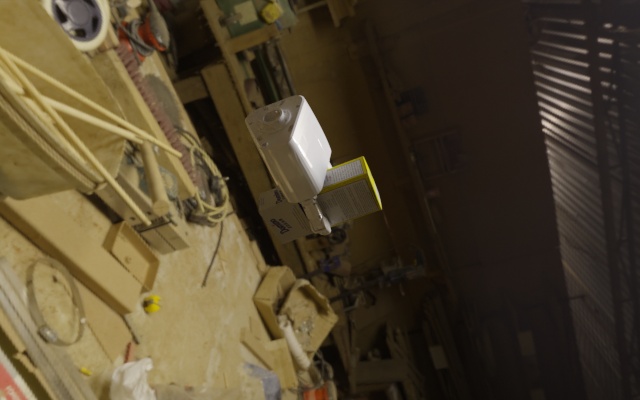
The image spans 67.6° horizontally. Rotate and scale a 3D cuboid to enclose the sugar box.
[{"bbox_3d":[0.000,0.002,0.747,0.176,0.048,0.093,-17,-43,11],"label":"sugar box"}]
